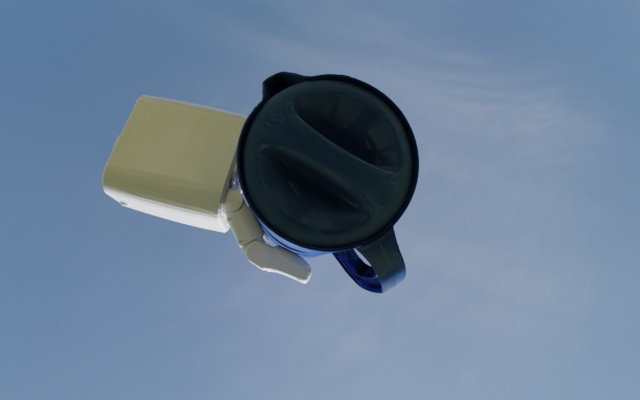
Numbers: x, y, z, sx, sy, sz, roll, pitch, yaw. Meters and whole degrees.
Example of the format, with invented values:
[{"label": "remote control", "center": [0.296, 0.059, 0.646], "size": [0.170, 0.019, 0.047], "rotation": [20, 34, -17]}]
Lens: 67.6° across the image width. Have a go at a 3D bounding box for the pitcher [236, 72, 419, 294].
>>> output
[{"label": "pitcher", "center": [0.000, 0.001, 0.453], "size": [0.145, 0.149, 0.243], "rotation": [13, -12, -3]}]
